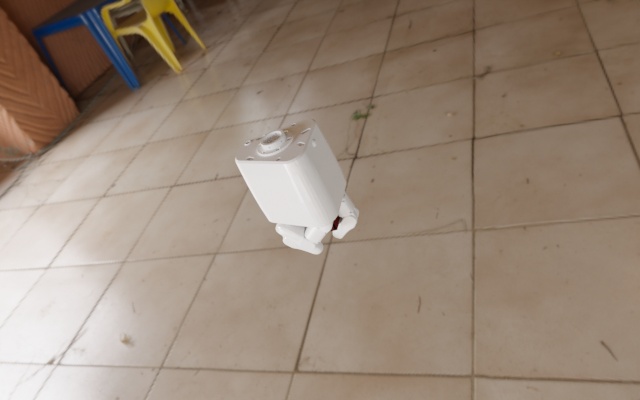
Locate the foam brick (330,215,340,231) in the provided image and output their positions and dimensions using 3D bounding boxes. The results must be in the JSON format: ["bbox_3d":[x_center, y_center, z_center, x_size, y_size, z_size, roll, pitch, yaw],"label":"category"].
[{"bbox_3d":[0.000,0.002,0.693,0.053,0.051,0.078,-10,39,25],"label":"foam brick"}]
